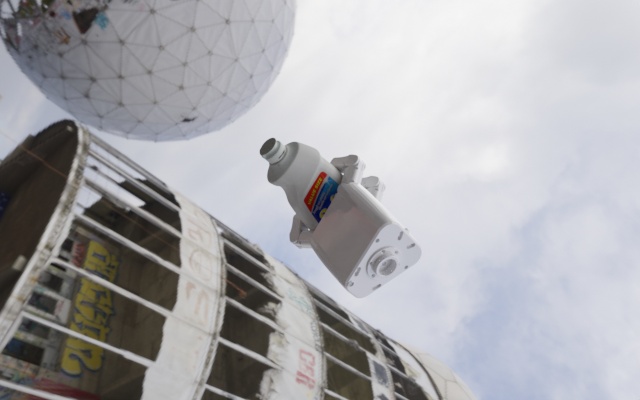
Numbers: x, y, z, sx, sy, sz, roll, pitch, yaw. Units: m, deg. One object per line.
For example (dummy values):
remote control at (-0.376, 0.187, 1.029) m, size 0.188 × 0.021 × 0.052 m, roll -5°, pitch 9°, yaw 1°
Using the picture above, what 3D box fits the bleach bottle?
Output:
bleach bottle at (0.000, 0.002, 0.693) m, size 0.251 × 0.102 × 0.068 m, roll 42°, pitch 4°, yaw -37°
